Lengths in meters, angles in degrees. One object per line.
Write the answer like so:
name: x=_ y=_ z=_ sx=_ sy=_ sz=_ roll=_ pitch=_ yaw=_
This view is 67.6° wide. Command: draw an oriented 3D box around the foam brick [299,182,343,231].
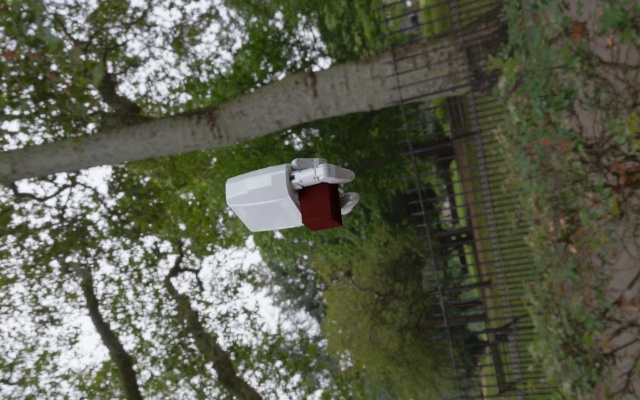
foam brick: x=0.000 y=0.003 z=0.739 sx=0.051 sy=0.078 sz=0.053 roll=-11 pitch=-20 yaw=15
